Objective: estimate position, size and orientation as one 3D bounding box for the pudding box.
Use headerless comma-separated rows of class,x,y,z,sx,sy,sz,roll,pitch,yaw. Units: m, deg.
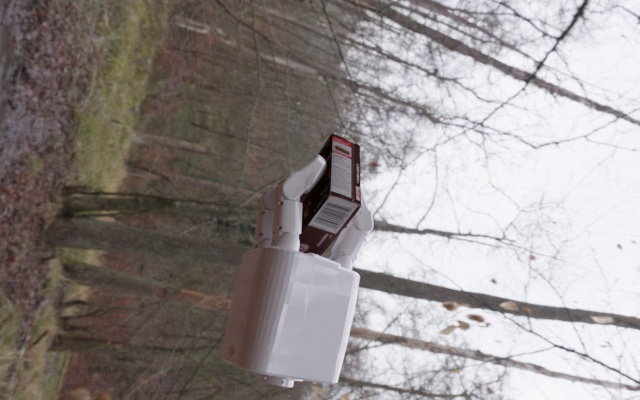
pudding box,0.000,0.002,0.495,0.039,0.090,0.113,21,-46,-19
